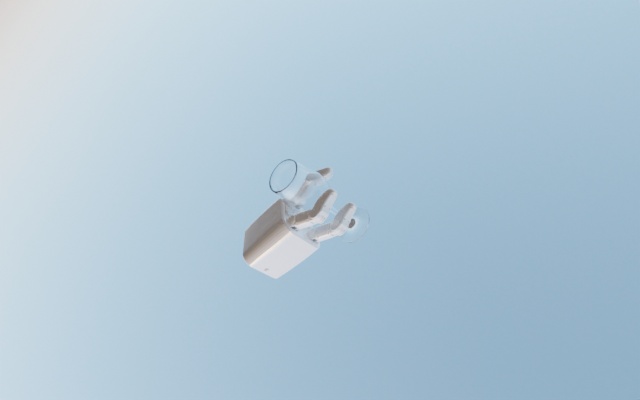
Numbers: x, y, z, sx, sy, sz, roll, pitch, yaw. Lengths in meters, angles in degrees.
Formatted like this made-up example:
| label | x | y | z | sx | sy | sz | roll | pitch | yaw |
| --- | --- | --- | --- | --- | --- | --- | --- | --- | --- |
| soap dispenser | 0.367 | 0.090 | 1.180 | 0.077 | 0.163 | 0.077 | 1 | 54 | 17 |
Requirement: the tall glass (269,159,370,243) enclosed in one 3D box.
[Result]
| label | x | y | z | sx | sy | sz | roll | pitch | yaw |
| --- | --- | --- | --- | --- | --- | --- | --- | --- | --- |
| tall glass | 0.001 | 0.003 | 0.842 | 0.079 | 0.079 | 0.201 | 0 | -26 | 43 |
